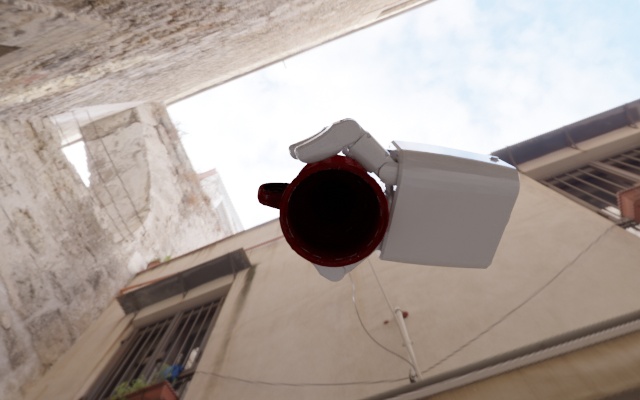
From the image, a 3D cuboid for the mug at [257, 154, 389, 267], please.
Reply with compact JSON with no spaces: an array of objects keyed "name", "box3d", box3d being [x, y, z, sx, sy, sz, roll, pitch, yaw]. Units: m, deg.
[{"name":"mug","box3d":[-0.001,0.001,0.440,0.117,0.093,0.081,7,15,-1]}]
